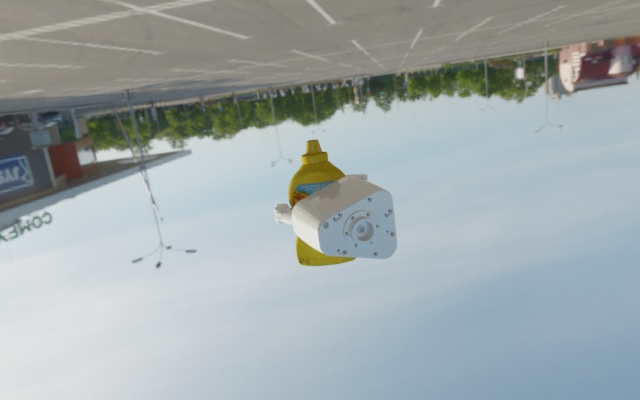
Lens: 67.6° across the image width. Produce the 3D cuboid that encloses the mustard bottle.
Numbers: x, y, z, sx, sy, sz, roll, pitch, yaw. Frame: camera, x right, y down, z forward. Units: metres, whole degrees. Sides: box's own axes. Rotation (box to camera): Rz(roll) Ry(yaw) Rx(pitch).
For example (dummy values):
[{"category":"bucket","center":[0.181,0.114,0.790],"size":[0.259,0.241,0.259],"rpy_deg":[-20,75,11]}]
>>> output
[{"category":"mustard bottle","center":[0.000,0.003,0.735],"size":[0.096,0.192,0.058],"rpy_deg":[-6,13,7]}]
